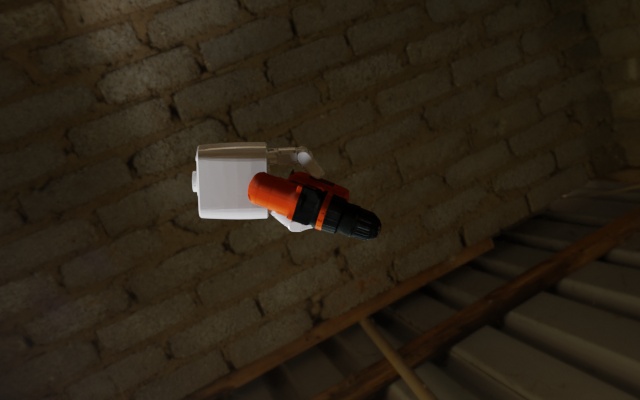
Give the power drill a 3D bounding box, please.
[{"bbox_3d":[0.000,0.002,0.701,0.184,0.057,0.187,21,6,4],"label":"power drill"}]
